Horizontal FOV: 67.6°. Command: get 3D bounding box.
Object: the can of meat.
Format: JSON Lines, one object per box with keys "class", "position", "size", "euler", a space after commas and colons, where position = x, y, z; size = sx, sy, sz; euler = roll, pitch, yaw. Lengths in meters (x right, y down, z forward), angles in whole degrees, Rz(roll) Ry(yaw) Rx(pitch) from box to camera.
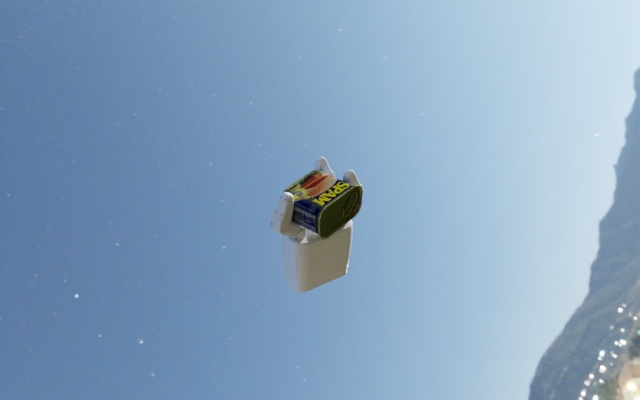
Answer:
{"class": "can of meat", "position": [0.000, 0.002, 0.724], "size": [0.084, 0.057, 0.102], "euler": [25, 43, 33]}
